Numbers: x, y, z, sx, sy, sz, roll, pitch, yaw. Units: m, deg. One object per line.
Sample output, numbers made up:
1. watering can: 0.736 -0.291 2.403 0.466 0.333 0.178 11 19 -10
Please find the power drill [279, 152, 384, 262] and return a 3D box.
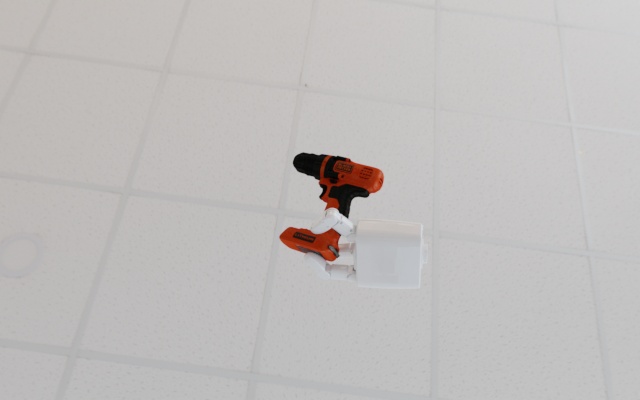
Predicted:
1. power drill: 0.000 0.003 0.853 0.184 0.187 0.057 15 -19 30
